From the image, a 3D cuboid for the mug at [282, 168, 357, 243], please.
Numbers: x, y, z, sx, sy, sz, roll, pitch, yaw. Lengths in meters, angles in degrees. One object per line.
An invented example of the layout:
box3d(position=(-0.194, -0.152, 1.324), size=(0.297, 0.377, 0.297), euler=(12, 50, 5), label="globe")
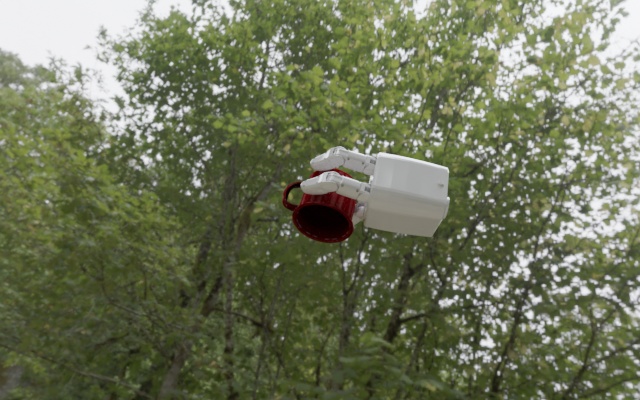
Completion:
box3d(position=(-0.001, 0.002, 0.731), size=(0.117, 0.081, 0.093), euler=(13, -40, 5), label="mug")
